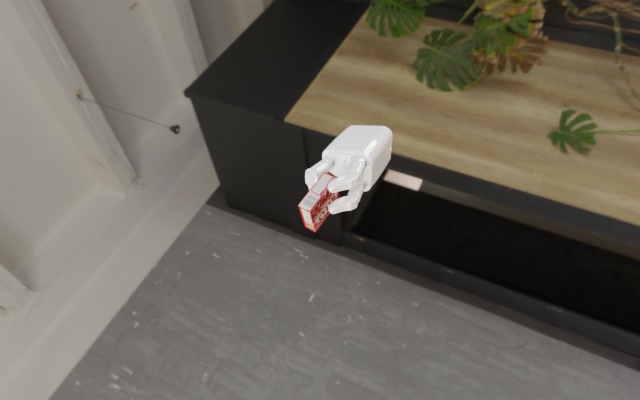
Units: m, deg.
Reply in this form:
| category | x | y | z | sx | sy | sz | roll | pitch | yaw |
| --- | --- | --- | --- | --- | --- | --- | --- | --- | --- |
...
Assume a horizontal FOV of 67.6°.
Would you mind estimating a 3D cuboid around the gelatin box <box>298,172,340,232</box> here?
| category | x | y | z | sx | sy | sz | roll | pitch | yaw |
| --- | --- | --- | --- | --- | --- | --- | --- | --- | --- |
| gelatin box | 0.000 | 0.003 | 0.887 | 0.030 | 0.089 | 0.073 | 26 | -27 | 24 |
